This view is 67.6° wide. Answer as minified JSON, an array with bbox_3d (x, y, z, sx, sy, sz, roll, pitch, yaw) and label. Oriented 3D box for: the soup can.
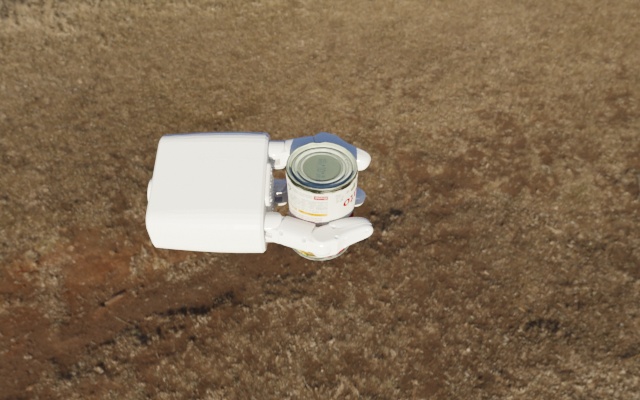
[{"bbox_3d":[0.001,0.001,0.467,0.068,0.068,0.102,0,-42,-2],"label":"soup can"}]
